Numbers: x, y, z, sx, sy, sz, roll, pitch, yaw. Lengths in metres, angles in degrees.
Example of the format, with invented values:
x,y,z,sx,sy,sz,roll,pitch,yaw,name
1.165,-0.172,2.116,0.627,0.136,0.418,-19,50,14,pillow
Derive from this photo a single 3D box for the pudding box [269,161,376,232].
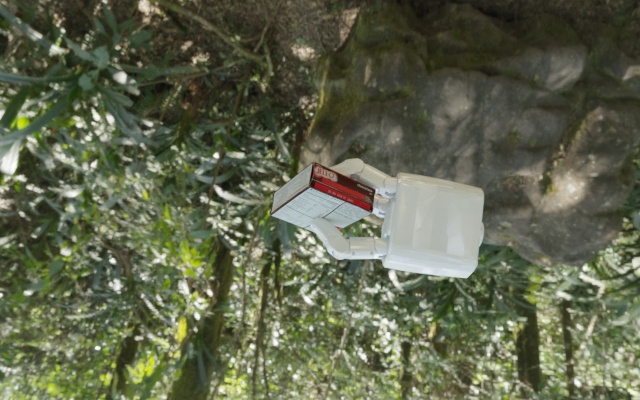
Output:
x,y,z,sx,sy,sz,roll,pitch,yaw,name
0.000,0.002,0.594,0.090,0.039,0.113,23,-31,-23,pudding box
